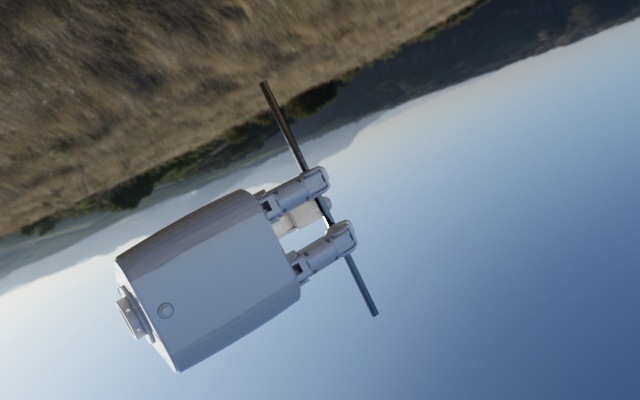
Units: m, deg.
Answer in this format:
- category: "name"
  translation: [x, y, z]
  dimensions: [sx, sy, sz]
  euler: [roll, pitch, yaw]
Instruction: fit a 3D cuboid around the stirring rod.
- category: "stirring rod"
  translation: [0.000, 0.001, 0.442]
  dimensions: [0.011, 0.239, 0.011]
  euler: [-26, 6, 3]
